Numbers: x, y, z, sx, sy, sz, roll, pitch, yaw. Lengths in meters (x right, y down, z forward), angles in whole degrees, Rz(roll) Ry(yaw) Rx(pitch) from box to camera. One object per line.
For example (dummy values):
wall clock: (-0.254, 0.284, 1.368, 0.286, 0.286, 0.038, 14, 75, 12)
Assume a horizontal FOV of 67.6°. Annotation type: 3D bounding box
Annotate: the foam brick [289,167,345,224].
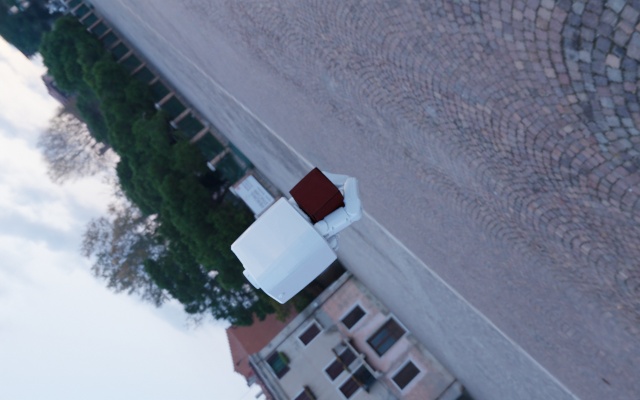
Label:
foam brick: (0.000, 0.002, 0.662, 0.053, 0.051, 0.078, 46, -6, 27)
